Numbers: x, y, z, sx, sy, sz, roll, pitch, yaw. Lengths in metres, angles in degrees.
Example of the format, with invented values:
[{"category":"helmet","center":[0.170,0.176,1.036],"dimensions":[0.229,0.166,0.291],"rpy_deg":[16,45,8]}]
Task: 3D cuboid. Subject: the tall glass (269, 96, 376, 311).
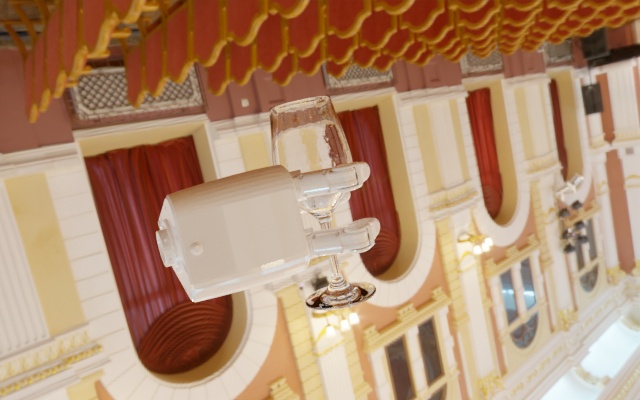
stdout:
[{"category":"tall glass","center":[0.000,0.002,0.477],"dimensions":[0.079,0.201,0.079],"rpy_deg":[-12,7,1]}]
